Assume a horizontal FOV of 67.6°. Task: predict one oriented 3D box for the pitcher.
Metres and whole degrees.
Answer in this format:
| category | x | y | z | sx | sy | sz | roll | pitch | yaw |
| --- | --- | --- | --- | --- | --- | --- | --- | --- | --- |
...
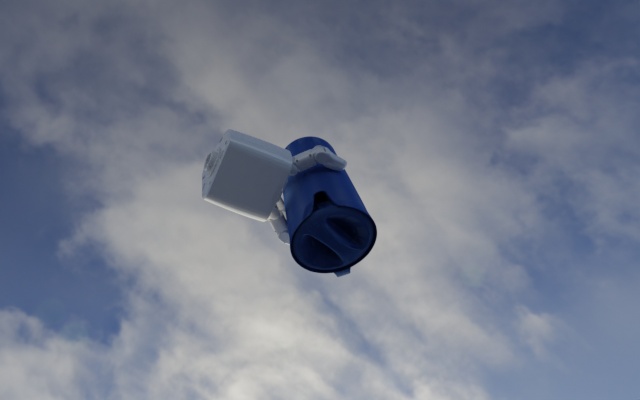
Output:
| category | x | y | z | sx | sy | sz | roll | pitch | yaw |
| --- | --- | --- | --- | --- | --- | --- | --- | --- | --- |
| pitcher | 0.000 | 0.003 | 0.806 | 0.145 | 0.149 | 0.242 | 20 | 29 | -26 |
